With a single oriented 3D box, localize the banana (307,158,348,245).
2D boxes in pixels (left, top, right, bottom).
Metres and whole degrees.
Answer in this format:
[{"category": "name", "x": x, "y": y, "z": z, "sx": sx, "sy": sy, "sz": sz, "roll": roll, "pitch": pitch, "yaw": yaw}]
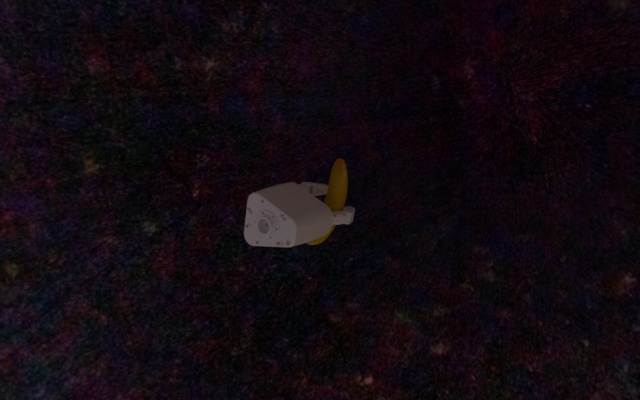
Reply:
[{"category": "banana", "x": 0.010, "y": 0.018, "z": 0.887, "sx": 0.037, "sy": 0.198, "sz": 0.069, "roll": -8, "pitch": 46, "yaw": -46}]
